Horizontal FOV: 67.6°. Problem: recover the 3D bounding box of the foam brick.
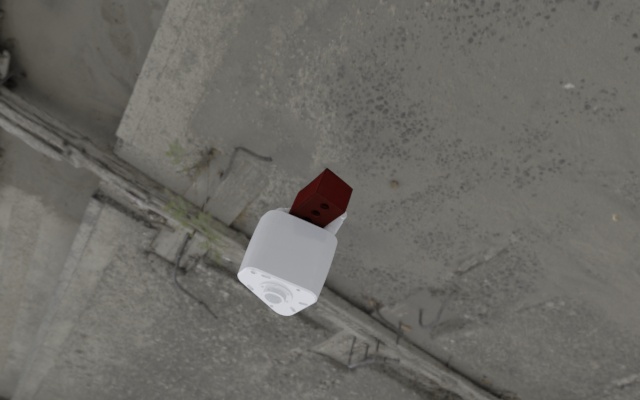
[{"bbox_3d":[0.000,0.002,0.692,0.053,0.051,0.078,36,-44,-15],"label":"foam brick"}]
